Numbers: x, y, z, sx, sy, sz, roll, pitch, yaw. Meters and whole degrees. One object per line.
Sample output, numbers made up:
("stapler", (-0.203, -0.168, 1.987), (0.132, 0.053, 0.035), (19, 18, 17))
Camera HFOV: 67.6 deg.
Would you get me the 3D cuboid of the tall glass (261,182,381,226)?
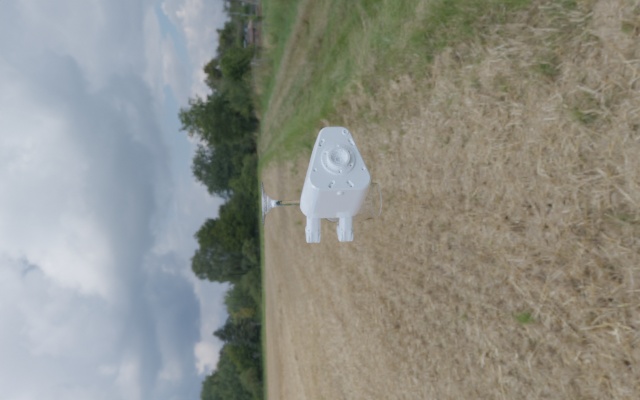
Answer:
("tall glass", (-0.001, 0.003, 0.820), (0.201, 0.079, 0.079), (-2, 0, -8))
